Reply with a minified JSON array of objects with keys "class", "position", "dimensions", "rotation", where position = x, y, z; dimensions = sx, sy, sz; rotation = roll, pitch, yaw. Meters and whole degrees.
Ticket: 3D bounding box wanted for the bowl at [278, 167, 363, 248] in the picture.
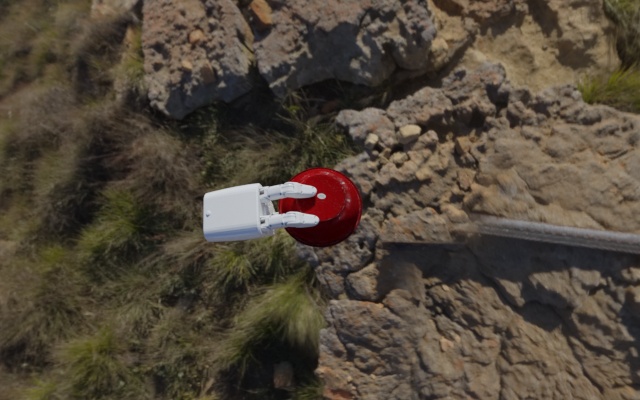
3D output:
[{"class":"bowl","position":[0.001,0.002,0.887],"dimensions":[0.162,0.162,0.055],"rotation":[0,-20,-1]}]
